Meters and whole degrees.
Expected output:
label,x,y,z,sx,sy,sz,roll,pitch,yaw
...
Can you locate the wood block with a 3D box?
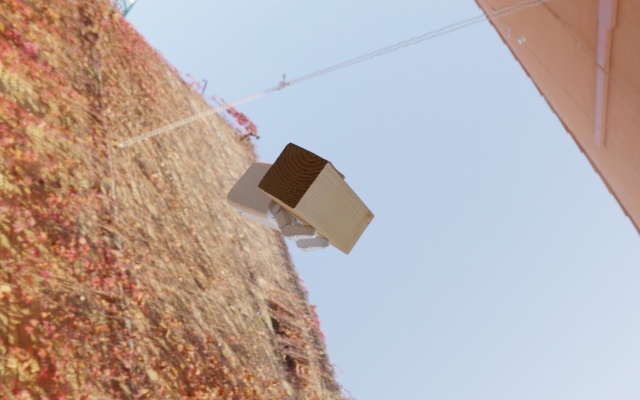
label,x,y,z,sx,sy,sz,roll,pitch,yaw
wood block,0.000,0.002,0.806,0.090,0.091,0.206,30,-8,36
